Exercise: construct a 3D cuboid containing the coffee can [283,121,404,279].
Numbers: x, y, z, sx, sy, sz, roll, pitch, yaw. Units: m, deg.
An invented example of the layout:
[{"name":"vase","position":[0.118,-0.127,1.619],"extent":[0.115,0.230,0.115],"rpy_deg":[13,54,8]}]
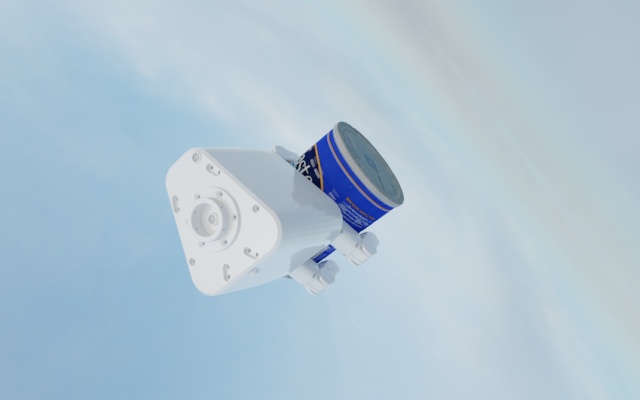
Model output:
[{"name":"coffee can","position":[0.000,0.001,0.497],"extent":[0.140,0.102,0.103],"rpy_deg":[-38,-16,21]}]
